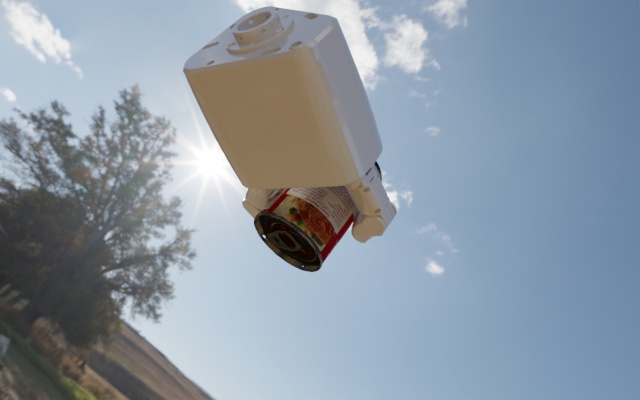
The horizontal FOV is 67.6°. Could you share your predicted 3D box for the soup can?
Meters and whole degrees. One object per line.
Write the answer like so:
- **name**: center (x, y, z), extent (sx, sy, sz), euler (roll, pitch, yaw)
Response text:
- **soup can**: center (0.000, 0.002, 0.414), extent (0.068, 0.068, 0.102), euler (0, 43, 49)
